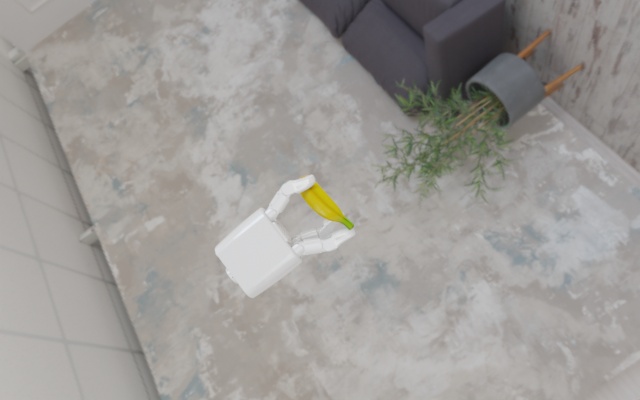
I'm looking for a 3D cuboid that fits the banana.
[{"bbox_3d":[-0.009,-0.007,0.843,0.070,0.037,0.197,48,1,-34],"label":"banana"}]
